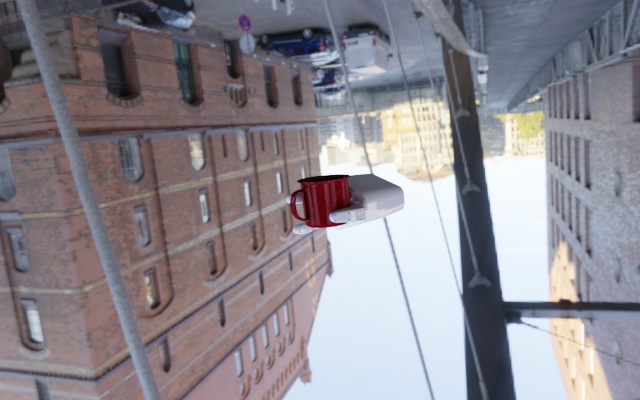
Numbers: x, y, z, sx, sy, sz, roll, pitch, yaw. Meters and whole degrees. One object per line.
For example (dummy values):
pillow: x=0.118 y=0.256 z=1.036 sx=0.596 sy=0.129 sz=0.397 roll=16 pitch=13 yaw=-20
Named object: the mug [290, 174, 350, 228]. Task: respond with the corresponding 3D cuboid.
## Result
mug: x=-0.001 y=0.003 z=0.822 sx=0.117 sy=0.081 sz=0.093 roll=-13 pitch=11 yaw=-35
